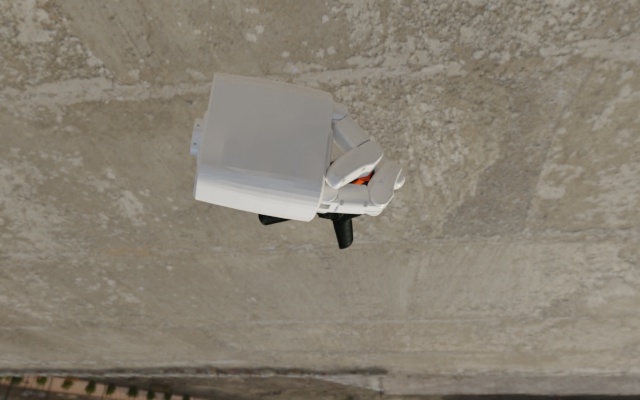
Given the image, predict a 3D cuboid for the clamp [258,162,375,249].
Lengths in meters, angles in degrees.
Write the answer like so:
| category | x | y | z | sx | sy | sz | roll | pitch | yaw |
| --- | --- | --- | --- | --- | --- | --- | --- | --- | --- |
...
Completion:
| category | x | y | z | sx | sy | sz | roll | pitch | yaw |
| --- | --- | --- | --- | --- | --- | --- | --- | --- | --- |
| clamp | 0.000 | 0.002 | 0.519 | 0.120 | 0.039 | 0.172 | 9 | -33 | -12 |
